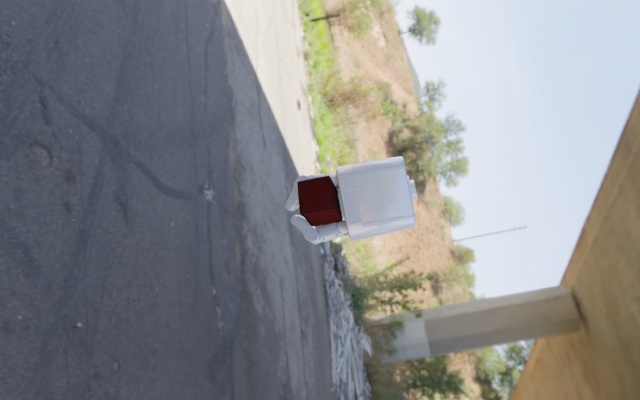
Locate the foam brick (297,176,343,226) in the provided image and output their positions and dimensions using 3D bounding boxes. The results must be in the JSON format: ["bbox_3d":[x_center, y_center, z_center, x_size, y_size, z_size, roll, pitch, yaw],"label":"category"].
[{"bbox_3d":[0.000,0.002,0.727,0.051,0.053,0.078,-10,-19,9],"label":"foam brick"}]
